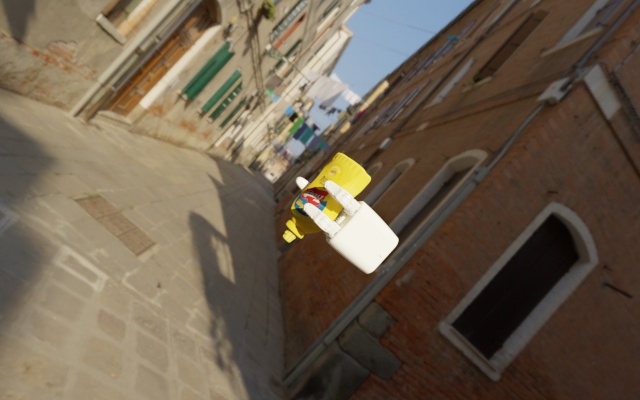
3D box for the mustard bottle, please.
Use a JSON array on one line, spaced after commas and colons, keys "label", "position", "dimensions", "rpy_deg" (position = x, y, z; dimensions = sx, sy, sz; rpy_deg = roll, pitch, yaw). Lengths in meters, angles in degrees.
[{"label": "mustard bottle", "position": [0.000, 0.003, 0.894], "dimensions": [0.058, 0.191, 0.096], "rpy_deg": [44, -2, -43]}]
